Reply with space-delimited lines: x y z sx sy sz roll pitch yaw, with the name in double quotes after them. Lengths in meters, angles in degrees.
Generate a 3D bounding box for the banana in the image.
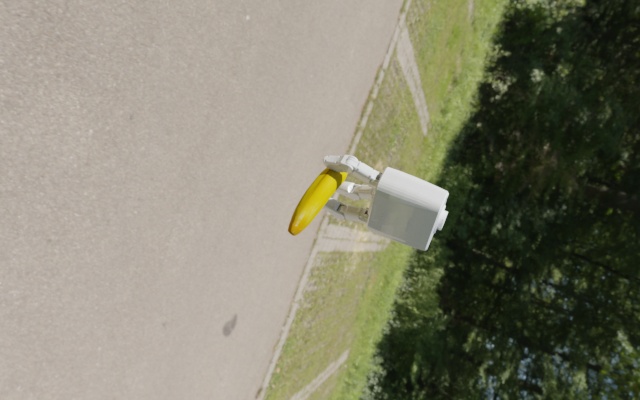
0.005 -0.014 0.785 0.037 0.070 0.197 24 35 14 "banana"
